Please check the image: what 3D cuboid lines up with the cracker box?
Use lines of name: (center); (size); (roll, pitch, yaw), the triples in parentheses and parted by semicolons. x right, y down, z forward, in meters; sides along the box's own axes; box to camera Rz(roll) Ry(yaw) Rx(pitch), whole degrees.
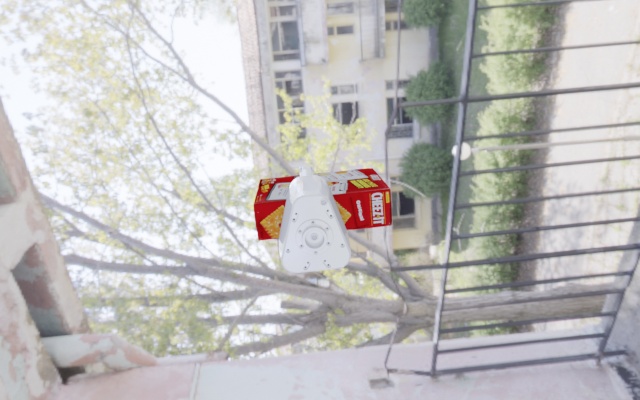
cracker box: (0.000, 0.003, 0.814); (0.214, 0.072, 0.164); (-6, 16, -2)
